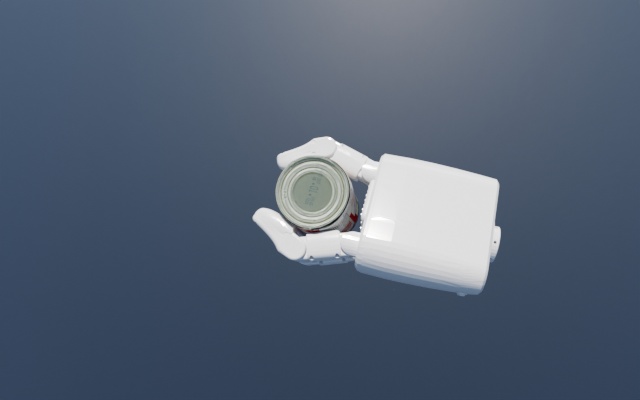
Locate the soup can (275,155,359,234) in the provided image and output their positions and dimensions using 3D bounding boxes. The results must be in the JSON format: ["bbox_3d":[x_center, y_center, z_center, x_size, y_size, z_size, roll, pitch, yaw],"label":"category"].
[{"bbox_3d":[0.000,0.001,0.459,0.068,0.068,0.102,0,-10,9],"label":"soup can"}]
